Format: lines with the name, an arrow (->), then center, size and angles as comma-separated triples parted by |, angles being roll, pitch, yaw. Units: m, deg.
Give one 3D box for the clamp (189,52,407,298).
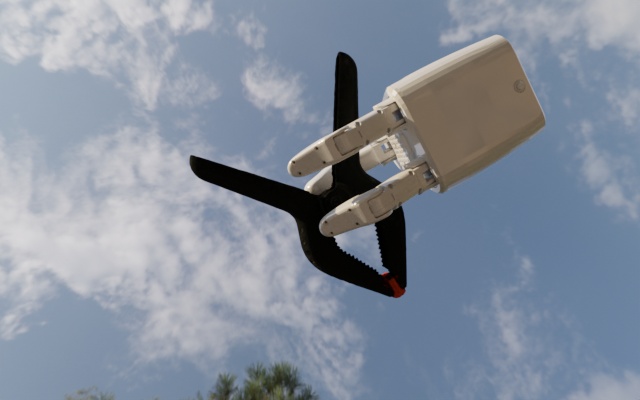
clamp -> 0.000, 0.002, 0.414 | 0.164, 0.210, 0.036 | -29, 6, -2
